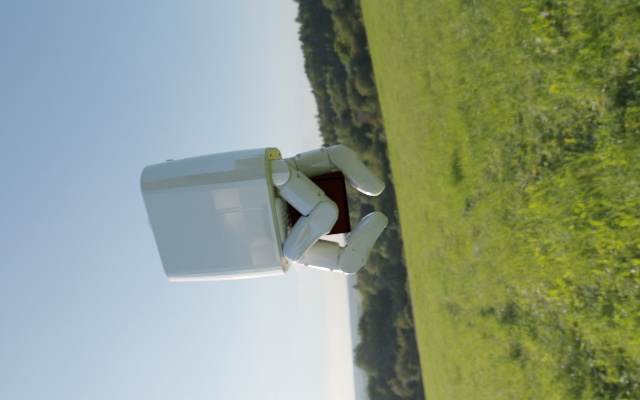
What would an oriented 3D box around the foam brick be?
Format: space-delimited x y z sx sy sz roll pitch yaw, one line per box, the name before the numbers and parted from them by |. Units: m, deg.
foam brick | 0.000 0.002 0.453 0.051 0.053 0.078 -7 6 3
